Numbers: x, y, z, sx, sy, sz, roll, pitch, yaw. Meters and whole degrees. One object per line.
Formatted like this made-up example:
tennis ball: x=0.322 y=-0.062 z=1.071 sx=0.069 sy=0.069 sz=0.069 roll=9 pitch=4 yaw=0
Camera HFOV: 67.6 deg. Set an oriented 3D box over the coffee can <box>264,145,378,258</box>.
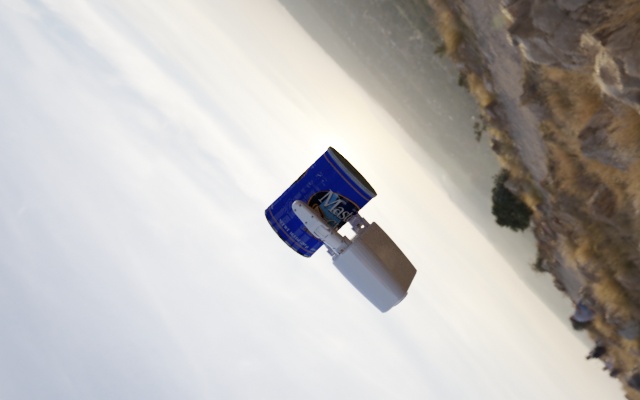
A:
coffee can: x=0.000 y=0.002 z=0.718 sx=0.140 sy=0.103 sz=0.103 roll=-44 pitch=-10 yaw=11
